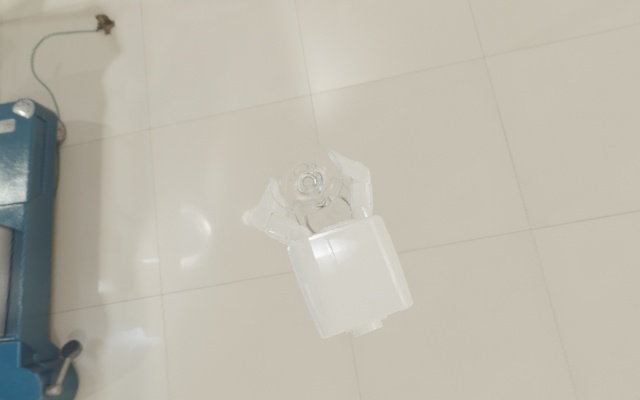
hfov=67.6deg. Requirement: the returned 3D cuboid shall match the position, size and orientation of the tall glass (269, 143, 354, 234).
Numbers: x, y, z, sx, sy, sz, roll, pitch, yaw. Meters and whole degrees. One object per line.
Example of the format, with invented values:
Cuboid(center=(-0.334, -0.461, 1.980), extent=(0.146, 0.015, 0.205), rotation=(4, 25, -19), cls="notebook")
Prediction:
Cuboid(center=(0.000, 0.002, 0.564), extent=(0.079, 0.079, 0.201), rotation=(0, -13, 9), cls="tall glass")
